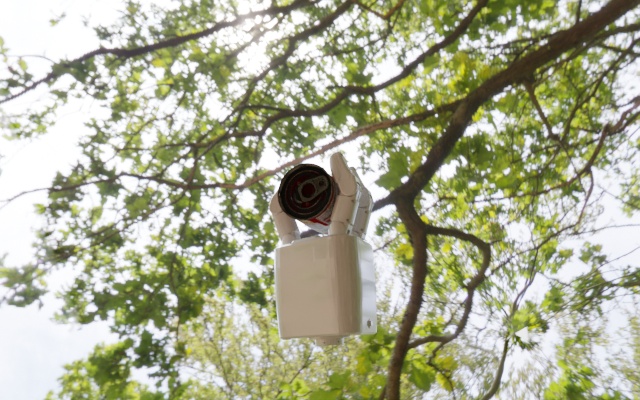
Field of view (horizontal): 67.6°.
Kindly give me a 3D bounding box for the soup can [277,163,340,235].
[{"bbox_3d":[0.000,0.002,0.586,0.068,0.068,0.102,0,-14,22],"label":"soup can"}]
